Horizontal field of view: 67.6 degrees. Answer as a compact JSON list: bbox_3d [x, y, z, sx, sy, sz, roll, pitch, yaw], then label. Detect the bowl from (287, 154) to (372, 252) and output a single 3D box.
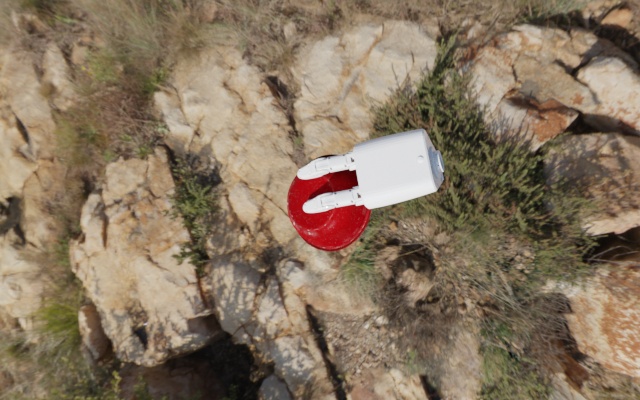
[{"bbox_3d":[-0.001,0.003,0.772,0.162,0.162,0.055,0,-2,34],"label":"bowl"}]
